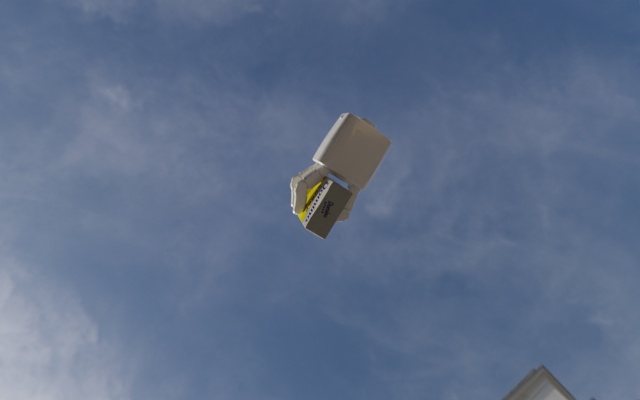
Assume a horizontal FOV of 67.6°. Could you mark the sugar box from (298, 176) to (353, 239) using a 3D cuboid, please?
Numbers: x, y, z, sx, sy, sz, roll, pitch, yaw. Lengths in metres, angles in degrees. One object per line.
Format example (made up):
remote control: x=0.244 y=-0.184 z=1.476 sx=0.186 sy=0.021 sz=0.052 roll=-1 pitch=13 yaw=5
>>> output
sugar box: x=0.000 y=0.002 z=0.866 sx=0.048 sy=0.093 sz=0.176 roll=31 pitch=3 yaw=-10
